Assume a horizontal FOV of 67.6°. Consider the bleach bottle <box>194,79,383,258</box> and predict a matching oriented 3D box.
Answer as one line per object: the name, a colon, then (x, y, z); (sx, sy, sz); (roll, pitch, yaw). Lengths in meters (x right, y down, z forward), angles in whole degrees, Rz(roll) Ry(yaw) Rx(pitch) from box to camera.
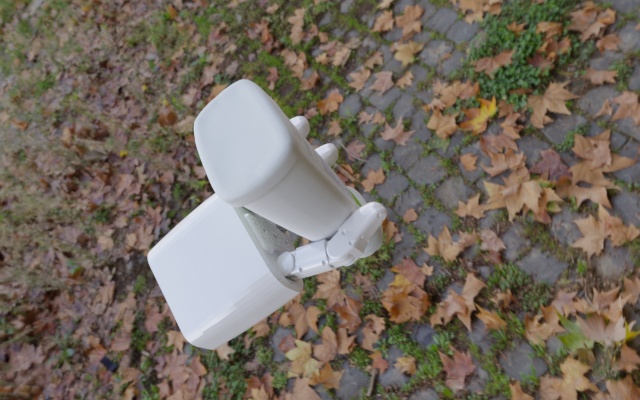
bleach bottle: (0.000, 0.001, 0.429); (0.068, 0.102, 0.251); (-38, -37, 10)
